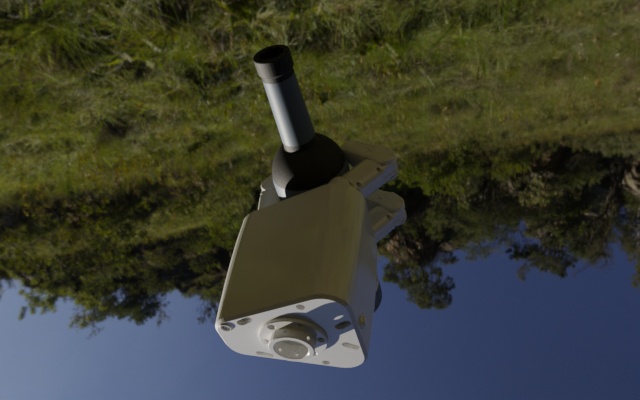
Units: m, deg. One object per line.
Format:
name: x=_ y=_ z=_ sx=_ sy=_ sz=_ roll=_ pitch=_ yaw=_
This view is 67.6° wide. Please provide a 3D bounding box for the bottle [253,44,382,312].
bottle: x=0.000 y=0.002 z=0.436 sx=0.069 sy=0.296 sz=0.069 roll=-11 pitch=41 yaw=9
